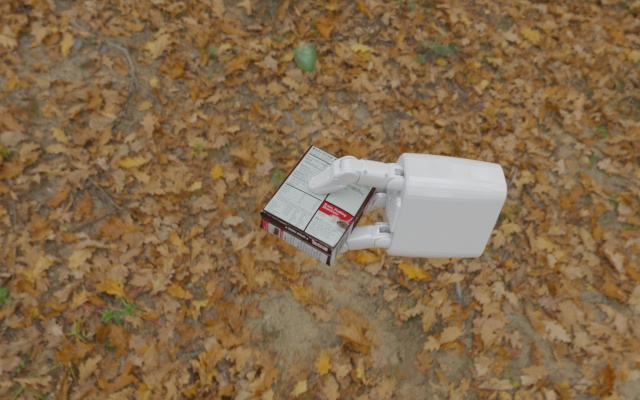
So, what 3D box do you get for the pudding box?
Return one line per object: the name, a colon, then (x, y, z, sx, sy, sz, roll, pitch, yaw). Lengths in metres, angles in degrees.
pudding box: (0.000, 0.002, 0.523, 0.090, 0.113, 0.039, 28, -34, 11)
